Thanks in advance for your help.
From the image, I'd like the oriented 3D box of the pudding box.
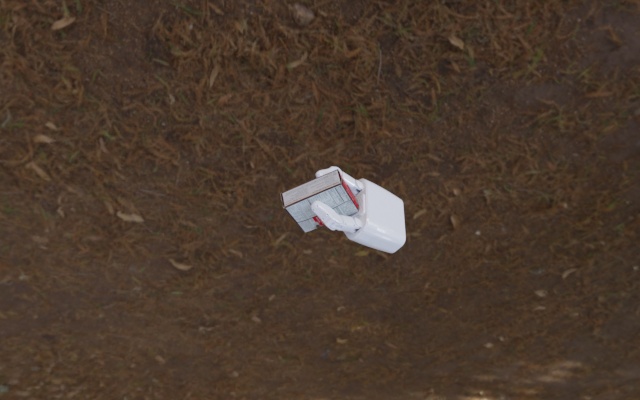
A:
[{"bbox_3d":[0.000,0.003,0.834,0.113,0.039,0.090,-24,-42,10],"label":"pudding box"}]
